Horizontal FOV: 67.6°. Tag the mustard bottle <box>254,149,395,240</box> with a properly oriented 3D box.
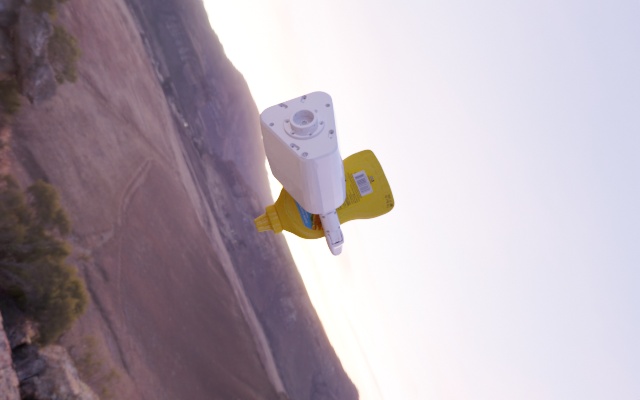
[{"bbox_3d":[0.000,0.002,0.669,0.191,0.096,0.058,-20,-9,-8],"label":"mustard bottle"}]
